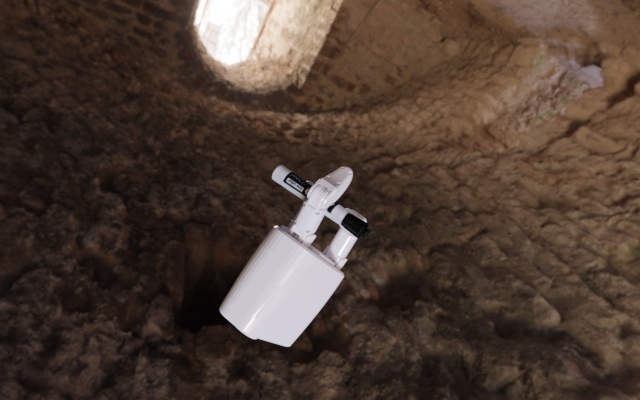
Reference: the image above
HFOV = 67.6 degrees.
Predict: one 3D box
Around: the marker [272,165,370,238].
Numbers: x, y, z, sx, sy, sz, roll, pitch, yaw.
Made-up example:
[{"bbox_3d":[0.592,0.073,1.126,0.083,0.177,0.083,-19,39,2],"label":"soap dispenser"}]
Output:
[{"bbox_3d":[0.000,0.002,0.498,0.121,0.020,0.020,35,12,19],"label":"marker"}]
